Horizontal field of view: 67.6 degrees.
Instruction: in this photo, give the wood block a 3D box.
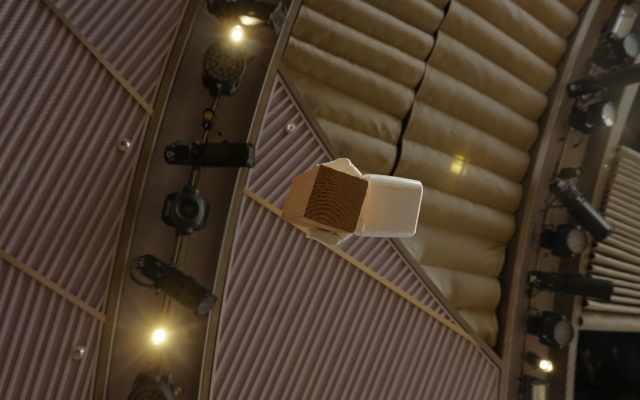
[{"bbox_3d":[0.000,0.003,0.850,0.090,0.091,0.206,19,-8,-13],"label":"wood block"}]
